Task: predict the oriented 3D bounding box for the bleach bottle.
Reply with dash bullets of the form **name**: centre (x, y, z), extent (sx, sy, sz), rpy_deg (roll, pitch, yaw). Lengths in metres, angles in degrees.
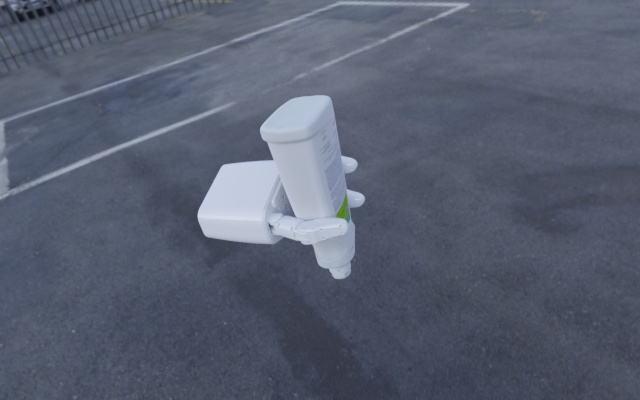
- **bleach bottle**: centre (0.000, 0.002, 0.606), extent (0.068, 0.251, 0.102), rpy_deg (1, 34, 24)
